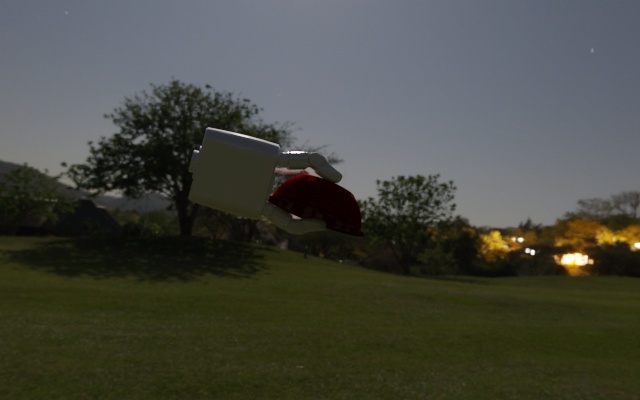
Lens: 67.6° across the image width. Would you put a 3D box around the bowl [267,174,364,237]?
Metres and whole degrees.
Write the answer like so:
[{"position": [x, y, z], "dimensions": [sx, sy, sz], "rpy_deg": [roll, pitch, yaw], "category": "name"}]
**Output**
[{"position": [0.001, 0.003, 0.738], "dimensions": [0.162, 0.055, 0.162], "rpy_deg": [21, -9, 4], "category": "bowl"}]
